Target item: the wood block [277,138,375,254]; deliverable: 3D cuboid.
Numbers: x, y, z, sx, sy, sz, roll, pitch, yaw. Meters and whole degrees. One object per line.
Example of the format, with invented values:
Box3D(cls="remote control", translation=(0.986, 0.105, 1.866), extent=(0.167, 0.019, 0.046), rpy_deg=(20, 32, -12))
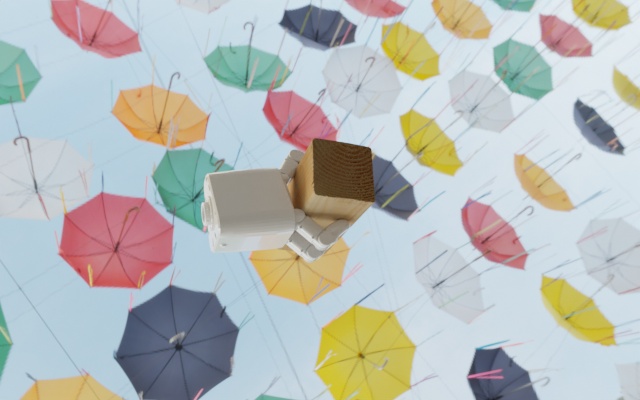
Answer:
Box3D(cls="wood block", translation=(0.000, 0.002, 0.731), extent=(0.090, 0.090, 0.206), rpy_deg=(7, -27, -17))
